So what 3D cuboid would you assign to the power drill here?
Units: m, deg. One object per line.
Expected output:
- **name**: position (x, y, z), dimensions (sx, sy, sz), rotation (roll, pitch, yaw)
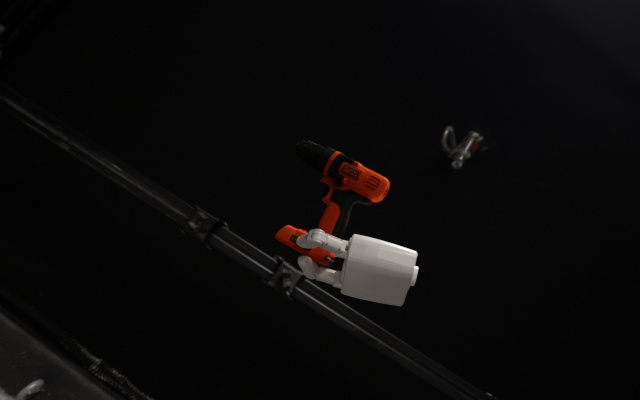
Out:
- **power drill**: position (0.000, 0.003, 0.824), dimensions (0.184, 0.187, 0.057), rotation (28, -5, 19)
